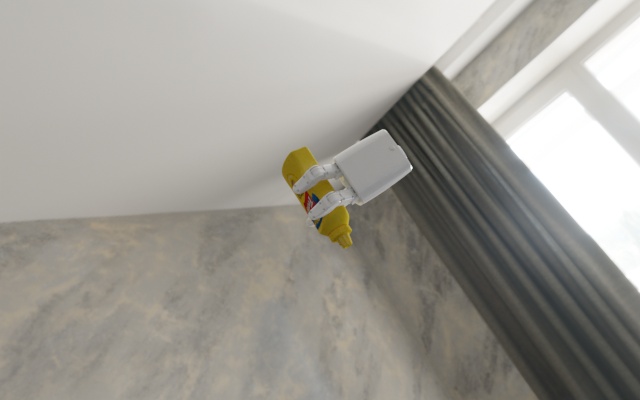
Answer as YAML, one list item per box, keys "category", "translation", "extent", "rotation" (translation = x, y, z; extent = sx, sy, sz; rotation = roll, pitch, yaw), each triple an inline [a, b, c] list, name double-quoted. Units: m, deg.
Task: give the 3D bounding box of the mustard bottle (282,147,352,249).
- category: "mustard bottle"
  translation: [0.000, 0.003, 0.855]
  extent: [0.058, 0.191, 0.096]
  rotation: [-23, -22, -24]
